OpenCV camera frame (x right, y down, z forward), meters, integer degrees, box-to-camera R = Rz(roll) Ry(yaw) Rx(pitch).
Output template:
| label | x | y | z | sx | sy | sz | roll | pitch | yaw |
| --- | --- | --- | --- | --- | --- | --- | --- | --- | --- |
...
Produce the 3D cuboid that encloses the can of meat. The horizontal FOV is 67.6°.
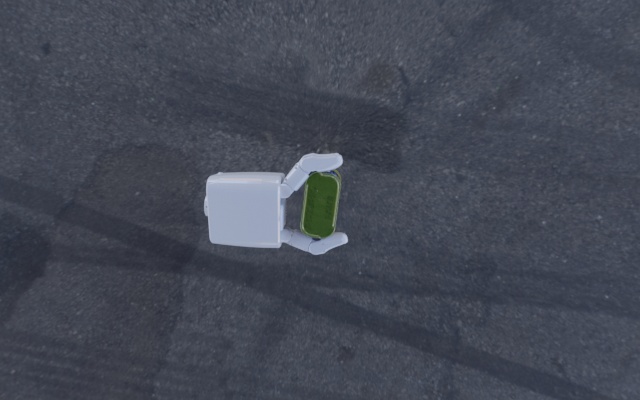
| label | x | y | z | sx | sy | sz | roll | pitch | yaw |
| --- | --- | --- | --- | --- | --- | --- | --- | --- | --- |
| can of meat | 0.000 | 0.003 | 0.723 | 0.057 | 0.102 | 0.084 | 7 | 7 | 0 |
